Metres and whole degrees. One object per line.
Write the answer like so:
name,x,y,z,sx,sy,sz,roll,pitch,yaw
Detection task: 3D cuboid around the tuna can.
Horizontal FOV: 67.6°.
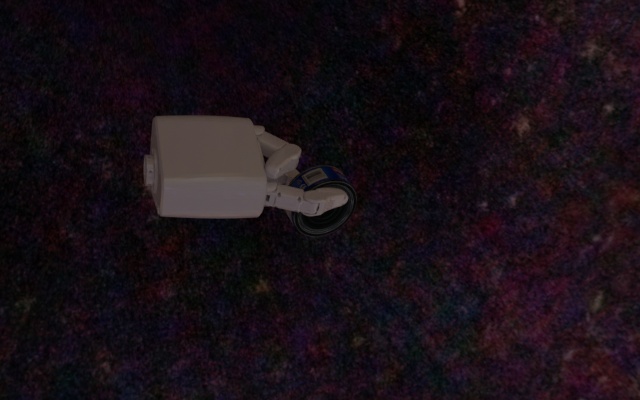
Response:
tuna can,0.000,0.002,0.576,0.086,0.086,0.033,0,35,-30
